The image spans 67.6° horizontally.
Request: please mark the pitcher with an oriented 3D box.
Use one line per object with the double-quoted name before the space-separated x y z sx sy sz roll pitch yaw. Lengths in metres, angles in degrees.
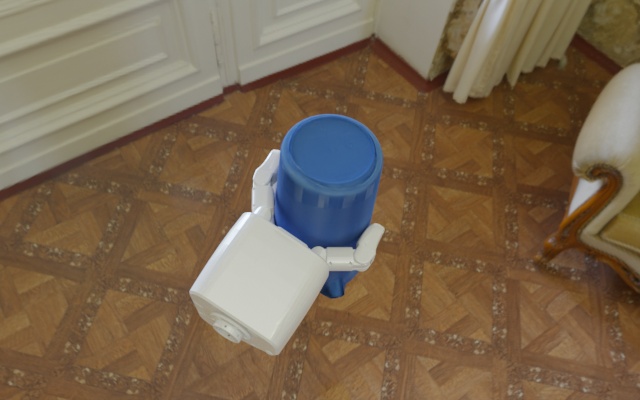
"pitcher" 0.000 0.002 0.594 0.149 0.145 0.243 26 -30 11
